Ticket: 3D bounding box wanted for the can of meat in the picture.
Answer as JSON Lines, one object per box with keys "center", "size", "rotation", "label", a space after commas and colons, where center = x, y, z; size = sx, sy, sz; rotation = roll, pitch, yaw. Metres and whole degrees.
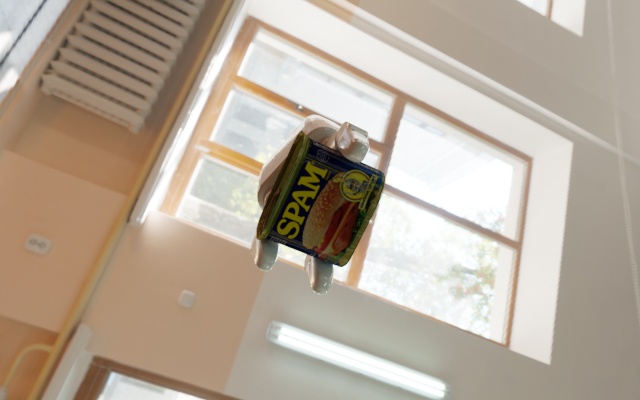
{"center": [0.000, 0.001, 0.433], "size": [0.084, 0.102, 0.057], "rotation": [23, 12, -14], "label": "can of meat"}
